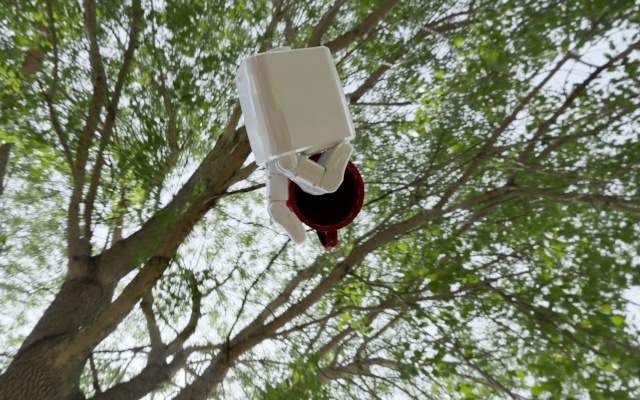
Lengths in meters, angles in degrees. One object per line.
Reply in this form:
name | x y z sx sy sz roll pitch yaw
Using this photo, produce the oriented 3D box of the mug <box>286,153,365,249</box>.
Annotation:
mug | 0.000 0.003 0.596 0.093 0.117 0.081 -15 4 -16
